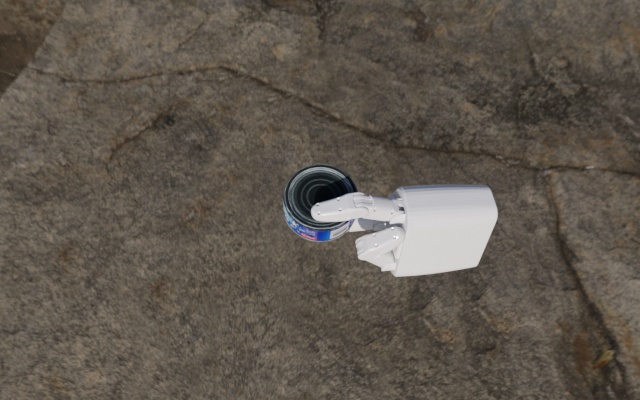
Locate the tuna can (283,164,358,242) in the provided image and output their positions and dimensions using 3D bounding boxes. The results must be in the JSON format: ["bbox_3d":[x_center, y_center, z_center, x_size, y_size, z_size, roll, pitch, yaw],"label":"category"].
[{"bbox_3d":[0.000,0.002,0.543,0.086,0.086,0.034,0,-27,-3],"label":"tuna can"}]
